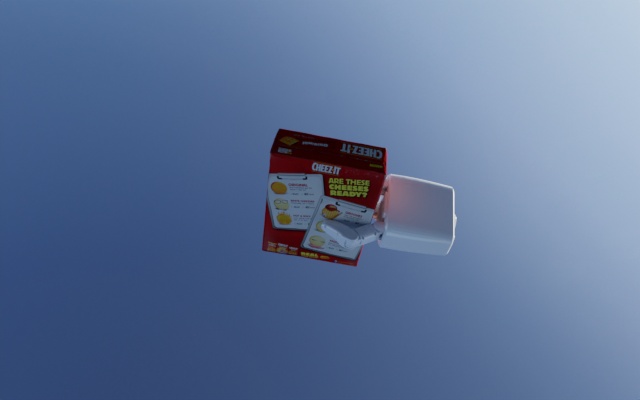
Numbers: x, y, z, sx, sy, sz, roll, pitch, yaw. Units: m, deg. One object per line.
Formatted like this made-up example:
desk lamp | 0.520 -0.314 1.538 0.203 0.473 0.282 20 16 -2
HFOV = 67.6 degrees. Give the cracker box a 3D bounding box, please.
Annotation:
cracker box | 0.000 0.003 0.743 0.164 0.214 0.072 10 44 -1
